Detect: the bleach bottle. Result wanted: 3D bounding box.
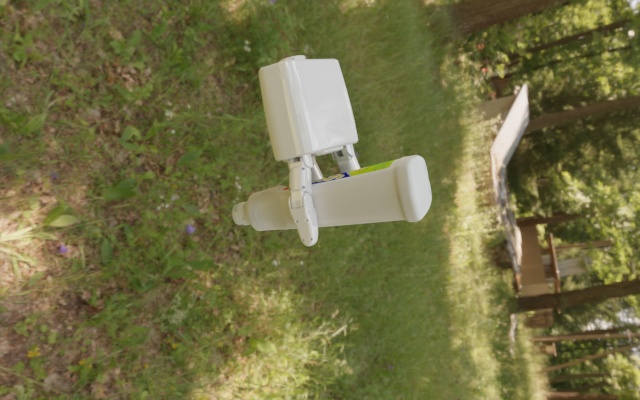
[{"bbox_3d":[0.000,0.002,0.579,0.251,0.068,0.102,-10,8,24],"label":"bleach bottle"}]
